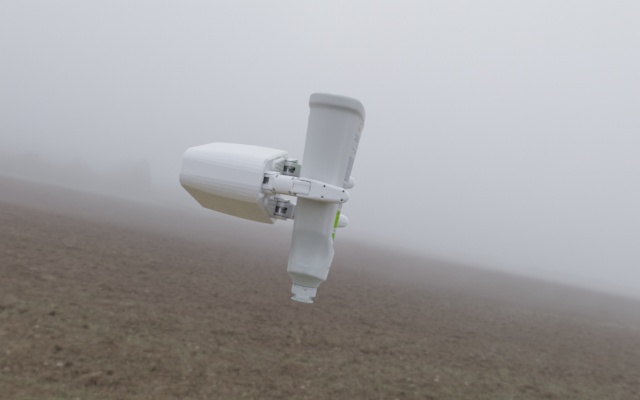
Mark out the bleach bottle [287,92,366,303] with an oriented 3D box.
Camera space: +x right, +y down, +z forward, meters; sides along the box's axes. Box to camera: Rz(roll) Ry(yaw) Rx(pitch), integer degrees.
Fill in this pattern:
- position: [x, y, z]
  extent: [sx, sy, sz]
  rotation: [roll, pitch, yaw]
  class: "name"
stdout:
- position: [0.000, 0.002, 0.596]
  extent: [0.068, 0.251, 0.102]
  rotation: [11, -3, 11]
  class: "bleach bottle"
